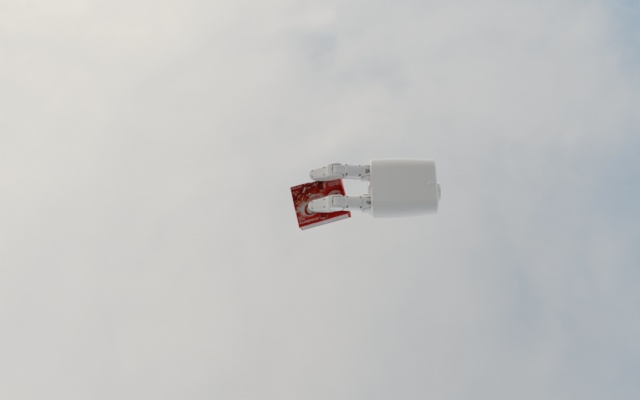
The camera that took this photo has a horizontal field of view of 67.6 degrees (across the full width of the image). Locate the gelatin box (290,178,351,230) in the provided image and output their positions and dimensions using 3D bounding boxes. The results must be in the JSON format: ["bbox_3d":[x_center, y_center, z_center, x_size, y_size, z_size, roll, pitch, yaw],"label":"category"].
[{"bbox_3d":[0.000,0.003,0.801,0.089,0.073,0.030,-16,-18,6],"label":"gelatin box"}]
